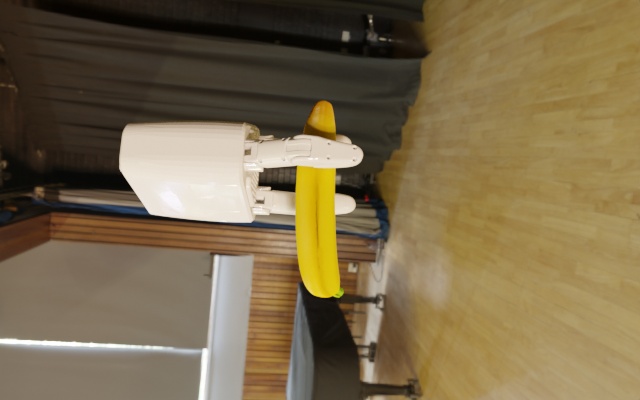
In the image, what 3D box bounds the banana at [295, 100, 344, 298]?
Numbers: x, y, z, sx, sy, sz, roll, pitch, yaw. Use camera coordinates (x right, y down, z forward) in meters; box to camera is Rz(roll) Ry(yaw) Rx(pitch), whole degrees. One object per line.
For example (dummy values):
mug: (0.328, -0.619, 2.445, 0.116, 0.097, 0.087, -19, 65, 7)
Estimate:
banana: (-0.002, 0.009, 0.440, 0.037, 0.198, 0.069, 0, 13, 8)
